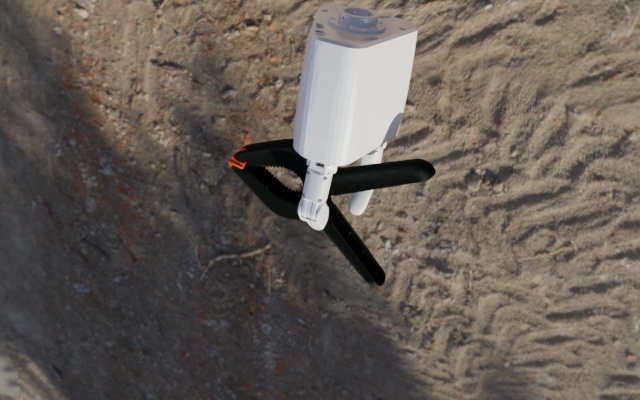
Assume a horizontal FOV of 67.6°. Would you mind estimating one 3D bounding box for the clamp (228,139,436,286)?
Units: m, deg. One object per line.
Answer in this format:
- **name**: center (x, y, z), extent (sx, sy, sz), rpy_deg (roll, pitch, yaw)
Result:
- **clamp**: center (-0.001, 0.002, 0.504), extent (0.210, 0.165, 0.036), rpy_deg (19, 36, 15)
